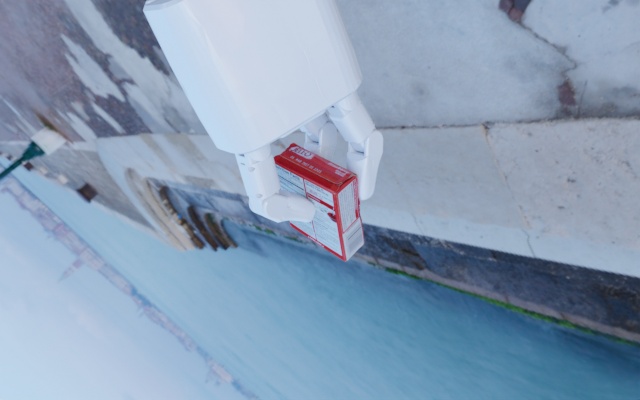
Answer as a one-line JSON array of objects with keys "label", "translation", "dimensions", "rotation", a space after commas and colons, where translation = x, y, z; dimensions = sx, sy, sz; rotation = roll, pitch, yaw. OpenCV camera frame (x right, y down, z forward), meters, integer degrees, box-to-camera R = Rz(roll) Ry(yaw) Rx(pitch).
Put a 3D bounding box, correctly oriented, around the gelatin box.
[{"label": "gelatin box", "translation": [0.000, 0.002, 0.418], "dimensions": [0.073, 0.089, 0.030], "rotation": [29, 57, 34]}]
